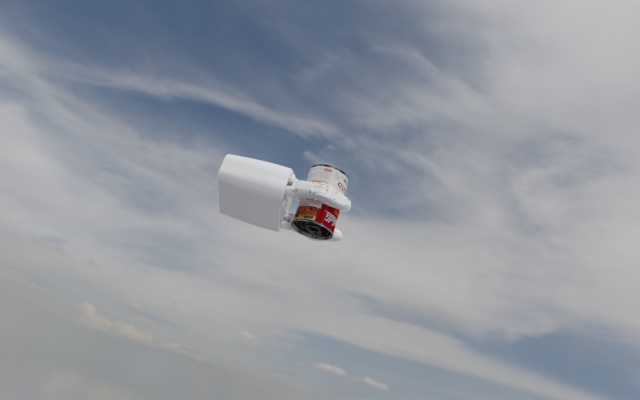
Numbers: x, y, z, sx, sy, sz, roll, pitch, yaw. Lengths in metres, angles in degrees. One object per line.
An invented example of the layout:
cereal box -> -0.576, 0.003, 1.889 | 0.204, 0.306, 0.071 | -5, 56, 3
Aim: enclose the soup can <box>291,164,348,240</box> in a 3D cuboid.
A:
soup can -> 0.001, 0.002, 0.756 | 0.068, 0.102, 0.068 | 14, -24, 7
